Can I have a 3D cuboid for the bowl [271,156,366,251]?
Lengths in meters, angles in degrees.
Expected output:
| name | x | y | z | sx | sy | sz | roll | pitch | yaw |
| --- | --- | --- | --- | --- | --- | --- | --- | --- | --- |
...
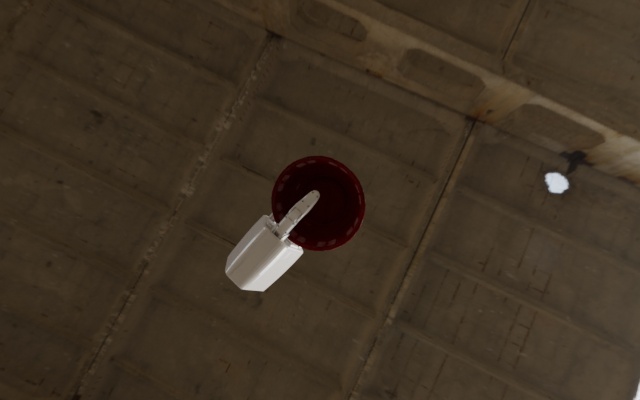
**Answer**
| name | x | y | z | sx | sy | sz | roll | pitch | yaw |
| --- | --- | --- | --- | --- | --- | --- | --- | --- | --- |
| bowl | 0.001 | 0.002 | 0.820 | 0.162 | 0.162 | 0.055 | 0 | 8 | 13 |
